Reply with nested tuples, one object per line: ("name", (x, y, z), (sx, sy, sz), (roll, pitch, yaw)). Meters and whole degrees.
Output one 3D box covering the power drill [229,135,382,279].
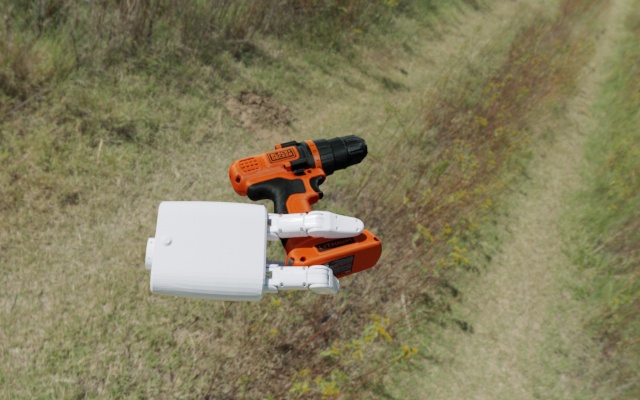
("power drill", (0.000, 0.002, 0.571), (0.184, 0.187, 0.057), (-16, -38, -14))
